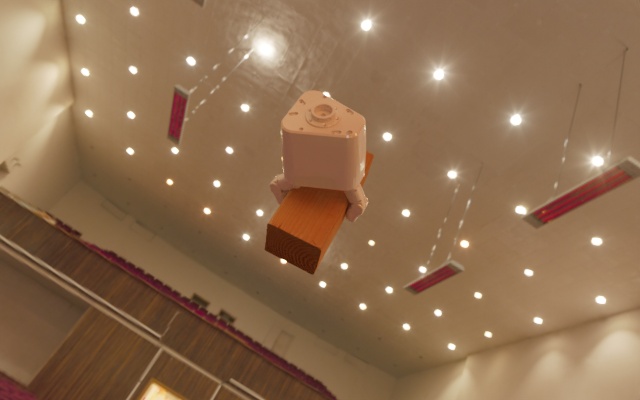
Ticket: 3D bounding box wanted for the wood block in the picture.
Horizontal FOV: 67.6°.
[{"bbox_3d":[0.001,0.002,0.776,0.091,0.206,0.090,26,-34,8],"label":"wood block"}]
